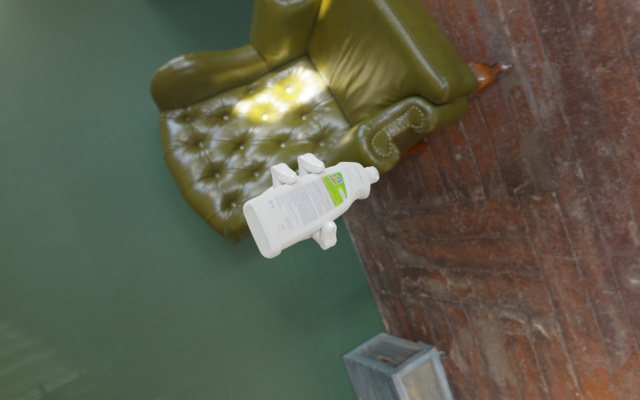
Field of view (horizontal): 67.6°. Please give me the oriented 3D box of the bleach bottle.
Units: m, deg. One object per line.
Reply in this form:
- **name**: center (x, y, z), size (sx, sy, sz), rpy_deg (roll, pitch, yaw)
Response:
- **bleach bottle**: center (0.000, 0.003, 0.817), size (0.251, 0.102, 0.068), rpy_deg (-23, -1, -28)
